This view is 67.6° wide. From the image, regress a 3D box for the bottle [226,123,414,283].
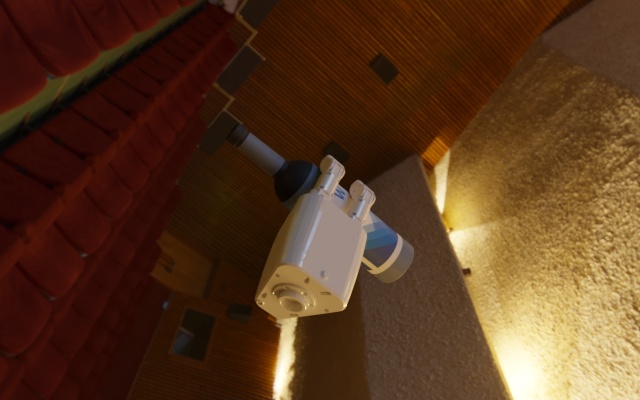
[{"bbox_3d":[0.000,0.002,0.633,0.296,0.069,0.069,39,-15,-19],"label":"bottle"}]
